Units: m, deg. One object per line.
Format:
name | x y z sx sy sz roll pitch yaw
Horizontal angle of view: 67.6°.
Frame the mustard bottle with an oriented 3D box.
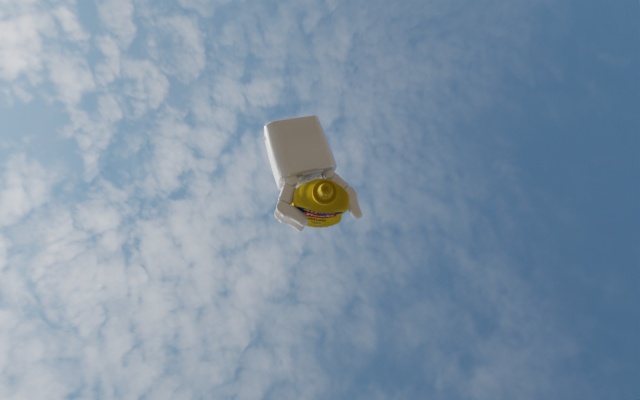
mustard bottle | 0.000 0.003 0.833 0.096 0.058 0.192 9 -14 -4
